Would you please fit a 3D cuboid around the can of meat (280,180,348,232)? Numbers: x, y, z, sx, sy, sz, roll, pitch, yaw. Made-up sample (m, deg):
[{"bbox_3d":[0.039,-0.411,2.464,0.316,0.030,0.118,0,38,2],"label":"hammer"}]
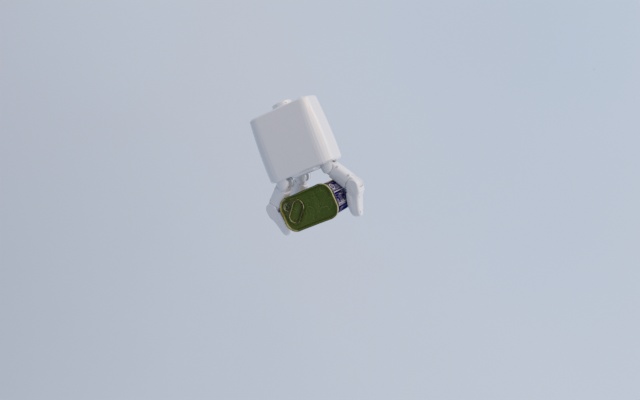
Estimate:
[{"bbox_3d":[0.000,0.002,0.762,0.102,0.057,0.084,-23,2,32],"label":"can of meat"}]
